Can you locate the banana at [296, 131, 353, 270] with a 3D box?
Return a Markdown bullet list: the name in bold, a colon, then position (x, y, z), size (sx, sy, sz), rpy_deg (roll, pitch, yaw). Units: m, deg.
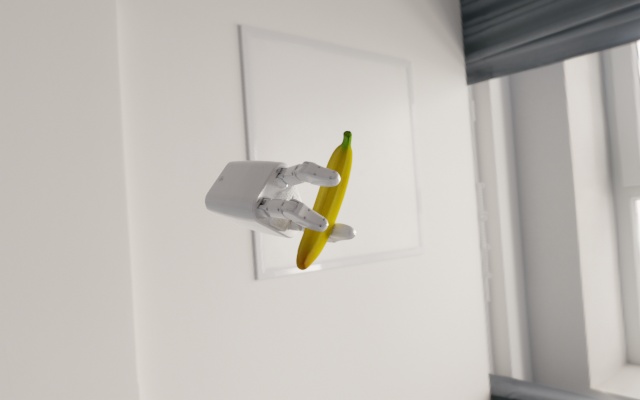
- **banana**: position (0.007, 0.002, 0.669), size (0.037, 0.198, 0.070), rpy_deg (16, -5, 20)
